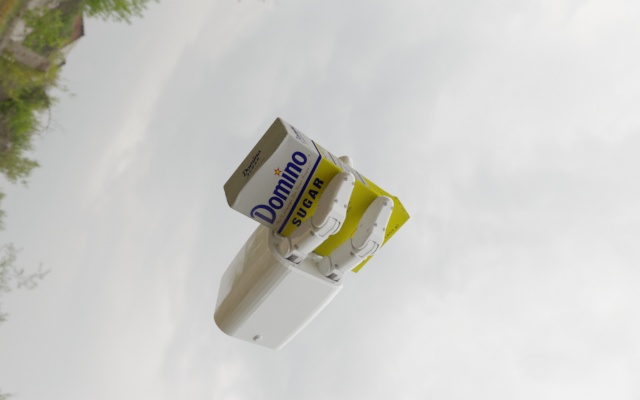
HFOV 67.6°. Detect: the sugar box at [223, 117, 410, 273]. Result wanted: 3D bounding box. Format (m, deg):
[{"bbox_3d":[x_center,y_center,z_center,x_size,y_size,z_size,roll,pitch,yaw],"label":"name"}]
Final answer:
[{"bbox_3d":[0.000,0.002,0.489,0.176,0.093,0.048,29,19,-34],"label":"sugar box"}]
